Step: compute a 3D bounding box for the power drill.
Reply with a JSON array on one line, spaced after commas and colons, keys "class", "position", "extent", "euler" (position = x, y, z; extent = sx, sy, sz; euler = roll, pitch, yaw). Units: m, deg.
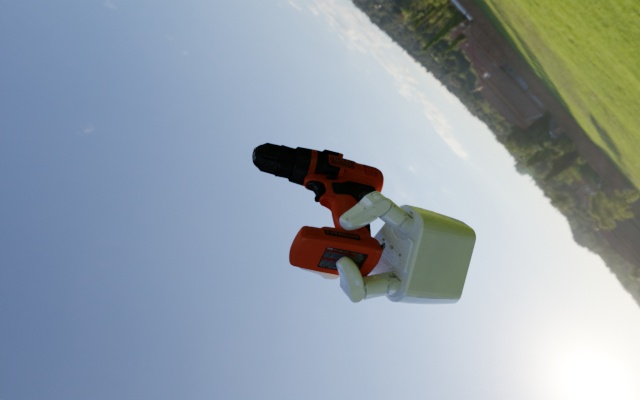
[{"class": "power drill", "position": [0.000, 0.002, 0.599], "extent": [0.184, 0.057, 0.187], "euler": [11, 41, -12]}]
